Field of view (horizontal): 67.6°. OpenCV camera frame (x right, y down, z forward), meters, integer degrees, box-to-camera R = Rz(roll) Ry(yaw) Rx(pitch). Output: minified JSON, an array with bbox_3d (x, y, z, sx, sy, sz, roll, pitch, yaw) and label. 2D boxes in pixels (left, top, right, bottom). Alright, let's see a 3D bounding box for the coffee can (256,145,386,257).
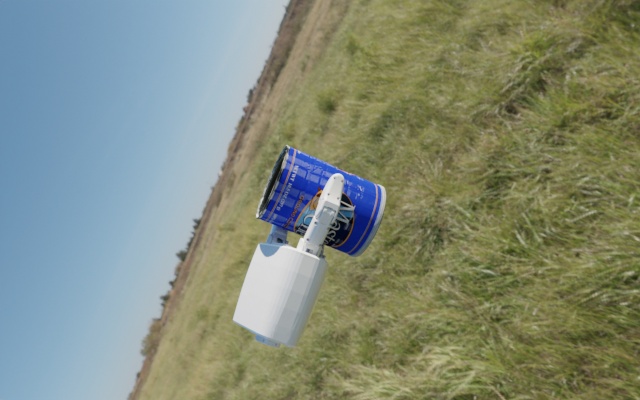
[{"bbox_3d":[0.000,0.002,0.624,0.140,0.103,0.103,23,-5,-12],"label":"coffee can"}]
